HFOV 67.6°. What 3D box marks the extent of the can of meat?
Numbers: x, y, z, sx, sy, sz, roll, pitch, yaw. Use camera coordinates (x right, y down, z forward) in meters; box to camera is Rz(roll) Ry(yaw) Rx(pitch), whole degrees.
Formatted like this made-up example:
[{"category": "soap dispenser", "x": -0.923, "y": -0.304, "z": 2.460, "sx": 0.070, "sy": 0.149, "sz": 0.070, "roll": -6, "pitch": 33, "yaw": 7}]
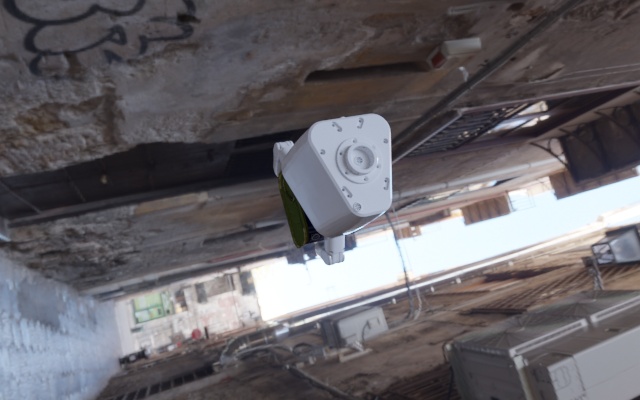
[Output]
[{"category": "can of meat", "x": 0.000, "y": 0.002, "z": 0.618, "sx": 0.084, "sy": 0.102, "sz": 0.057, "roll": -12, "pitch": -13, "yaw": -20}]
